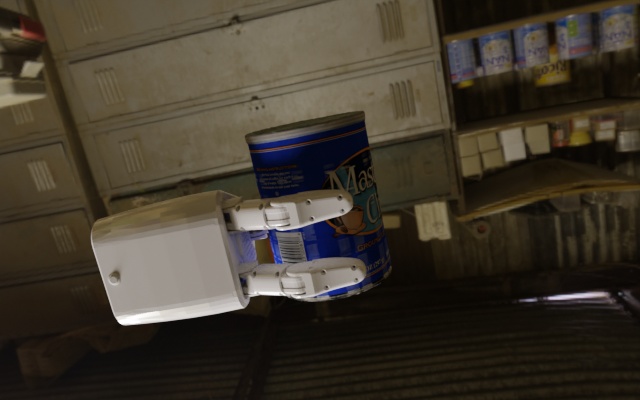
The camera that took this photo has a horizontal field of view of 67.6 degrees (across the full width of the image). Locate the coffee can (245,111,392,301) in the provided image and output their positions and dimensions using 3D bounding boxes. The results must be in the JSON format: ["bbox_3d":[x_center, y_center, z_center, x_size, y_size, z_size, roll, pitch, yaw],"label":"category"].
[{"bbox_3d":[0.000,0.001,0.416,0.103,0.140,0.102,-11,12,2],"label":"coffee can"}]
